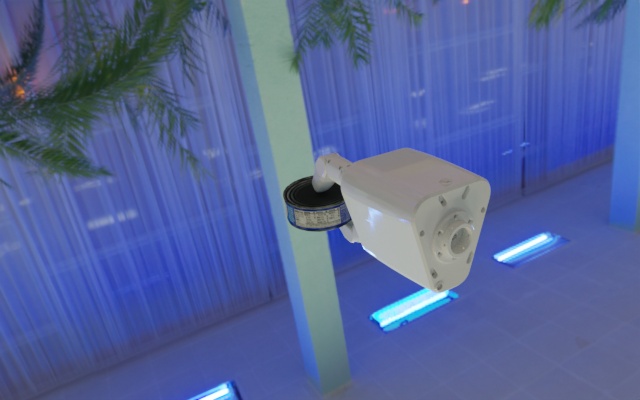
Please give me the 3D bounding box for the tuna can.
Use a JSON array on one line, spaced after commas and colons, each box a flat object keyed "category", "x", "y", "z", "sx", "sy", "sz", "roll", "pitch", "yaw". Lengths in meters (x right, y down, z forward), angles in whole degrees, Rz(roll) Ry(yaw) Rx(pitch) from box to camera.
[{"category": "tuna can", "x": 0.000, "y": 0.002, "z": 0.567, "sx": 0.086, "sy": 0.034, "sz": 0.086, "roll": -5, "pitch": 27, "yaw": 3}]
